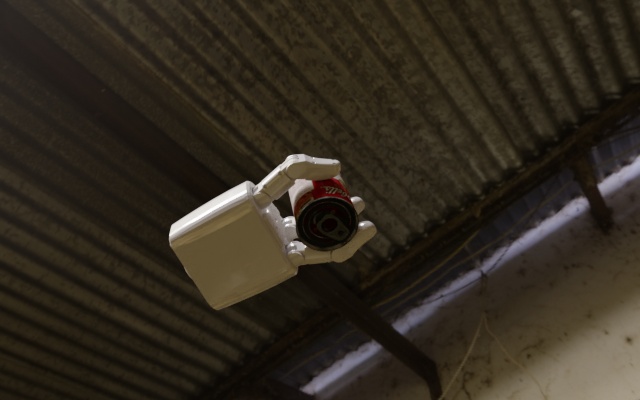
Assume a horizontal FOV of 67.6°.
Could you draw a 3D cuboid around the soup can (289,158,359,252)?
[{"bbox_3d":[0.000,0.001,0.546,0.068,0.068,0.102,0,29,-10],"label":"soup can"}]
